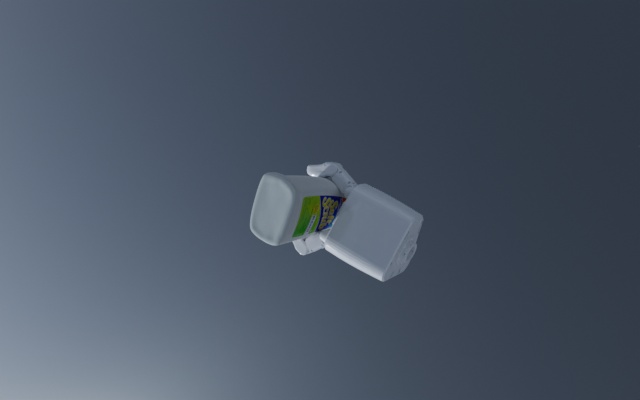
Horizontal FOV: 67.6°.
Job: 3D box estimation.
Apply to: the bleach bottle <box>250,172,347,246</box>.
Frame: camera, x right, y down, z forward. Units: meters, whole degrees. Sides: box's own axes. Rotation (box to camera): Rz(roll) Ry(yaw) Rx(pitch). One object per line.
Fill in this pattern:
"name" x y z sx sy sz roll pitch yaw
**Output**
"bleach bottle" 0.000 0.003 0.754 0.068 0.102 0.251 29 20 28
